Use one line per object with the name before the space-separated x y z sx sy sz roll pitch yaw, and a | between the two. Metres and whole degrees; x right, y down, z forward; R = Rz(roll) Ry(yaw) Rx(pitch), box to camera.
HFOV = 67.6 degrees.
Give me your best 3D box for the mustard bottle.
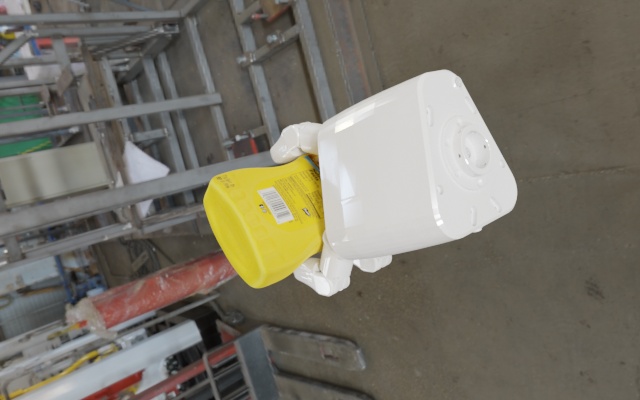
mustard bottle | 0.000 0.002 0.432 0.191 0.096 0.058 -19 -24 -37
